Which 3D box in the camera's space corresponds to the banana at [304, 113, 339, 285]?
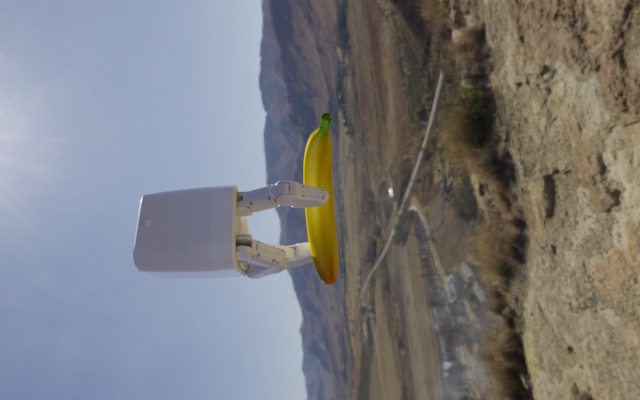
[{"bbox_3d":[-0.001,0.001,0.574,0.037,0.198,0.069,-3,-7,-2],"label":"banana"}]
